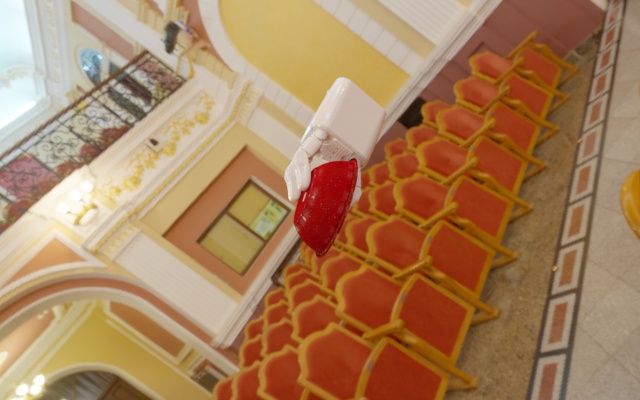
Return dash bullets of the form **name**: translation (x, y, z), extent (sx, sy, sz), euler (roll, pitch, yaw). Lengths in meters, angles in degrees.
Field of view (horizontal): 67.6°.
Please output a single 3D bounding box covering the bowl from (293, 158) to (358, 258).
- **bowl**: translation (-0.001, 0.003, 0.723), extent (0.055, 0.162, 0.162), euler (20, -4, -10)
